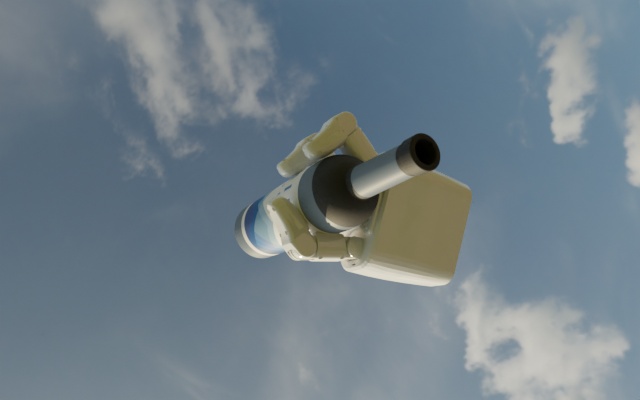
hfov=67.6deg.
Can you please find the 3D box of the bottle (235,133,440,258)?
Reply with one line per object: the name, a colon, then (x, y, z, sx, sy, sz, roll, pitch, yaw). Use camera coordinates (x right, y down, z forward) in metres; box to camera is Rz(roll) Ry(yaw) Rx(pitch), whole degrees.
bottle: (0.000, 0.002, 0.448, 0.069, 0.069, 0.296, 0, -14, -30)
